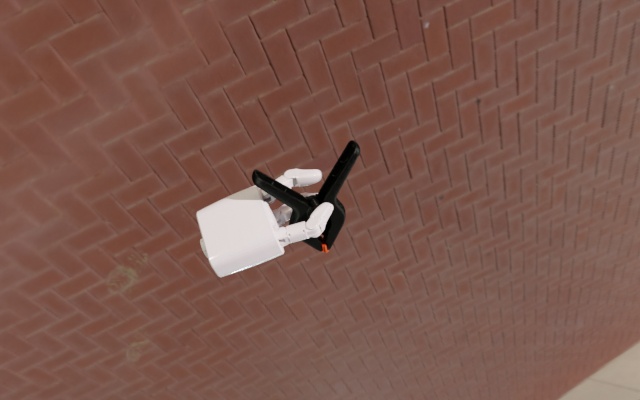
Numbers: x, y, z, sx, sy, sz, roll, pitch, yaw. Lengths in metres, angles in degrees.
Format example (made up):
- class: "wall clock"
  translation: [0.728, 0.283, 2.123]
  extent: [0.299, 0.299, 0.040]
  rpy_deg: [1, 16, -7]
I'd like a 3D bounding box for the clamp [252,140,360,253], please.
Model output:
- class: "clamp"
  translation: [0.000, 0.003, 0.757]
  extent: [0.164, 0.210, 0.036]
  rpy_deg: [-22, 44, -2]
